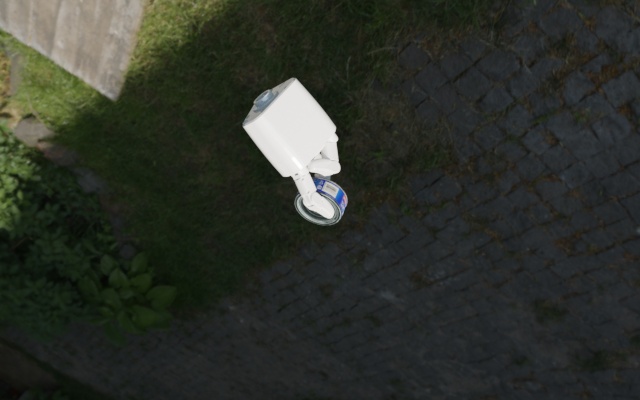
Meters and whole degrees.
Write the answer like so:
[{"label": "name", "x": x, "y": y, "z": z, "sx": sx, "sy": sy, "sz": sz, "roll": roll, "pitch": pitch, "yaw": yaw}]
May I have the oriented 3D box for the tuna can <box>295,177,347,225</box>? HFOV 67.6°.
[{"label": "tuna can", "x": 0.000, "y": 0.003, "z": 0.808, "sx": 0.086, "sy": 0.033, "sz": 0.086, "roll": 14, "pitch": -40, "yaw": 12}]
